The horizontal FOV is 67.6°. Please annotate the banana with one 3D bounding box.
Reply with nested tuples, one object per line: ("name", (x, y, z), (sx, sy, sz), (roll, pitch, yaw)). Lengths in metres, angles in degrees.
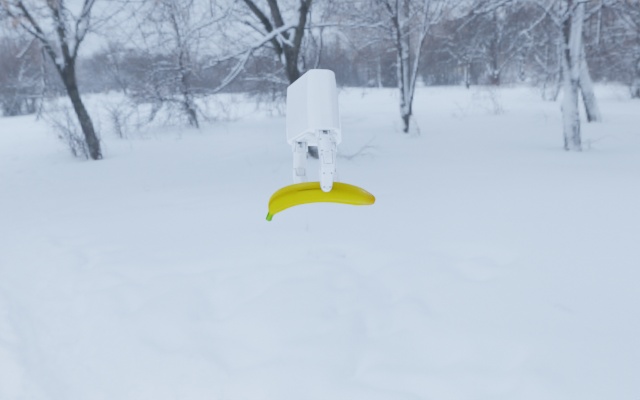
("banana", (-0.007, -0.006, 0.816), (0.198, 0.037, 0.070), (-8, -31, 9))
